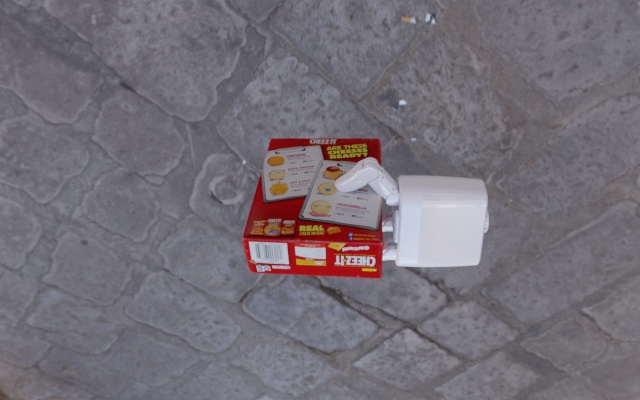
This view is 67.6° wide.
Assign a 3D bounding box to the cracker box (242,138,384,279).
[{"bbox_3d":[0.000,0.002,0.637,0.164,0.072,0.213,1,40,5],"label":"cracker box"}]
